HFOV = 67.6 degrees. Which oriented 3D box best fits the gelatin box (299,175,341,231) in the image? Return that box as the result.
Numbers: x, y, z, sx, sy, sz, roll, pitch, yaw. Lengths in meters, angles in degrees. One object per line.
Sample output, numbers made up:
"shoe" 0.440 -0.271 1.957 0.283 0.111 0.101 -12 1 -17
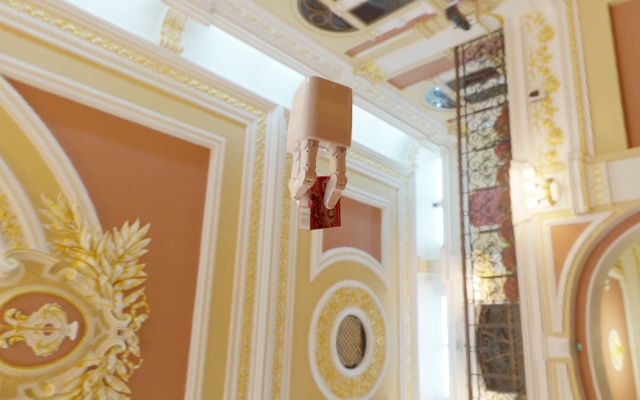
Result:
"gelatin box" 0.000 0.003 0.799 0.073 0.089 0.030 -4 6 -44
